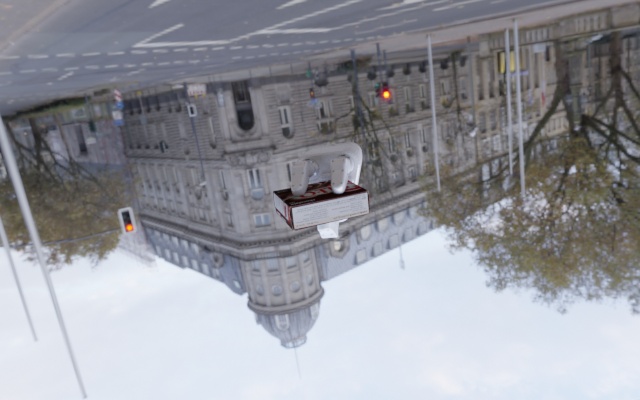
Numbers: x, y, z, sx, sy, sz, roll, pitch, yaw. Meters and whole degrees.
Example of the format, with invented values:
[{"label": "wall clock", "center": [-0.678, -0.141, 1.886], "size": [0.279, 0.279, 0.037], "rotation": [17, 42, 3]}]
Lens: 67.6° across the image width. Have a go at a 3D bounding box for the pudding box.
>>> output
[{"label": "pudding box", "center": [0.000, 0.002, 0.659], "size": [0.113, 0.039, 0.090], "rotation": [-14, 17, -16]}]
